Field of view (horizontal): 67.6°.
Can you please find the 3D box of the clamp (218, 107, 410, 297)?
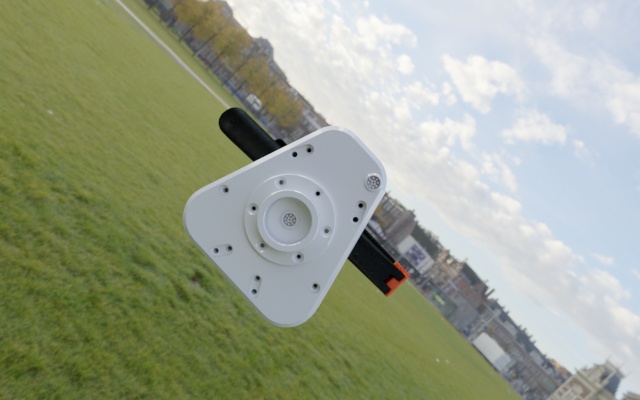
[{"bbox_3d":[0.001,0.001,0.455,0.036,0.210,0.164,-44,-1,5],"label":"clamp"}]
